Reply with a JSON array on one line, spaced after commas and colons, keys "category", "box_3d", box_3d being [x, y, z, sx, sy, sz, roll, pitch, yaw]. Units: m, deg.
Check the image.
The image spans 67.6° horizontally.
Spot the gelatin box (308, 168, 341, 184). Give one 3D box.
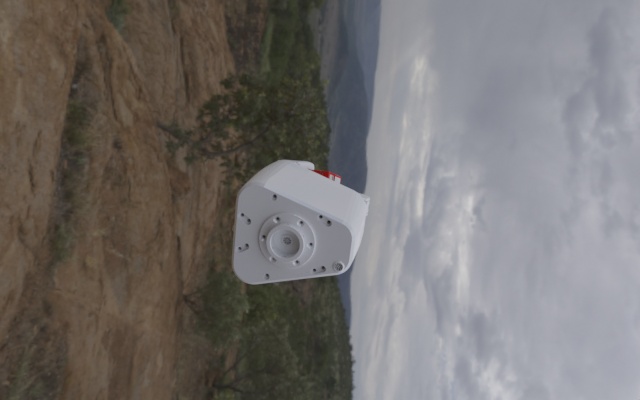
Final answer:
[{"category": "gelatin box", "box_3d": [0.001, 0.002, 0.583, 0.030, 0.073, 0.089, 8, 1, 11]}]
